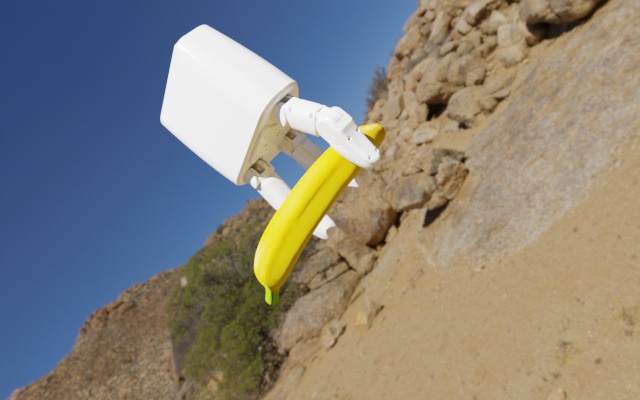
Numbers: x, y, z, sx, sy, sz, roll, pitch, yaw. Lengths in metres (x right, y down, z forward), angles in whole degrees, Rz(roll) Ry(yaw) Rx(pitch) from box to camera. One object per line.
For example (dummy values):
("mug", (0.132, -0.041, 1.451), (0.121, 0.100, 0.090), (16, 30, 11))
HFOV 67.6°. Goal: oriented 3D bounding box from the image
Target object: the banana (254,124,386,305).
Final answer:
("banana", (-0.004, 0.000, 0.422), (0.037, 0.198, 0.070), (33, -8, 12))
